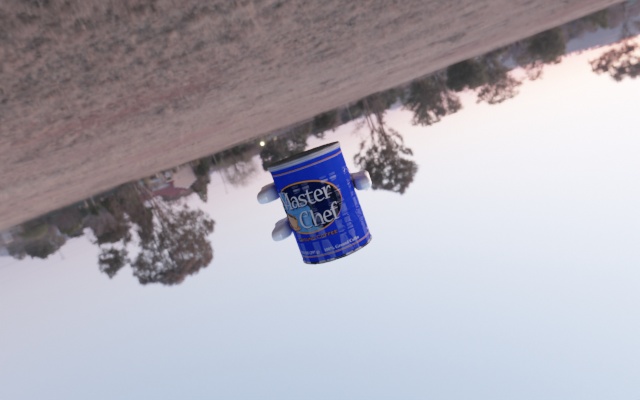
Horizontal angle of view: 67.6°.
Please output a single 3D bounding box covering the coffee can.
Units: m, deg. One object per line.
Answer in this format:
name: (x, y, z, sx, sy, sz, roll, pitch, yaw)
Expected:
coffee can: (0.000, 0.002, 0.650, 0.103, 0.140, 0.103, -19, 9, 3)
